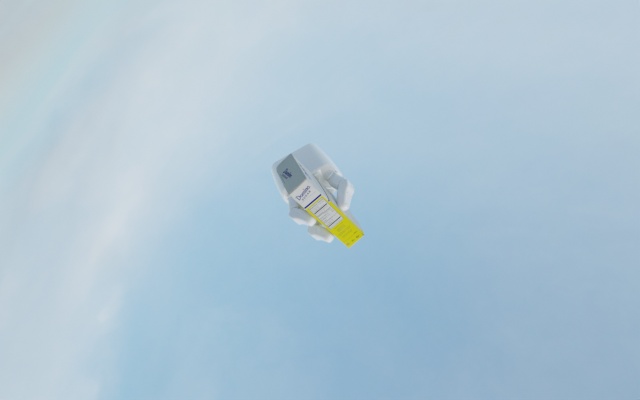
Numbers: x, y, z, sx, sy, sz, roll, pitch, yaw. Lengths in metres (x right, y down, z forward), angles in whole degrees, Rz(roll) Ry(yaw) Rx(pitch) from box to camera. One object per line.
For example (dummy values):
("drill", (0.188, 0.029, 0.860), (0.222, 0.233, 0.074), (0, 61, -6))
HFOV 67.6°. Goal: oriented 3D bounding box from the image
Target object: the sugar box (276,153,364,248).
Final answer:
("sugar box", (0.000, 0.003, 0.831), (0.176, 0.048, 0.093), (41, 11, -36))
